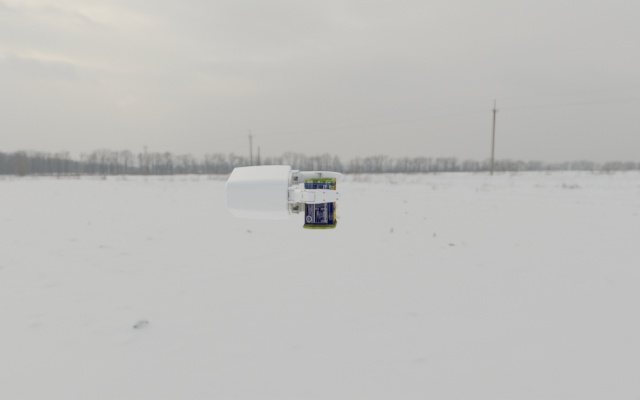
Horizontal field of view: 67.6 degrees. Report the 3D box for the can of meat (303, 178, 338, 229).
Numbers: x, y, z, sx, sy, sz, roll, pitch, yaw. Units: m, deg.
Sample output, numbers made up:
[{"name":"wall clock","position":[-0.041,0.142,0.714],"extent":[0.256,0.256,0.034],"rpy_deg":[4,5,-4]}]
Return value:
[{"name":"can of meat","position":[0.000,0.002,0.846],"extent":[0.057,0.084,0.102],"rpy_deg":[0,5,5]}]
